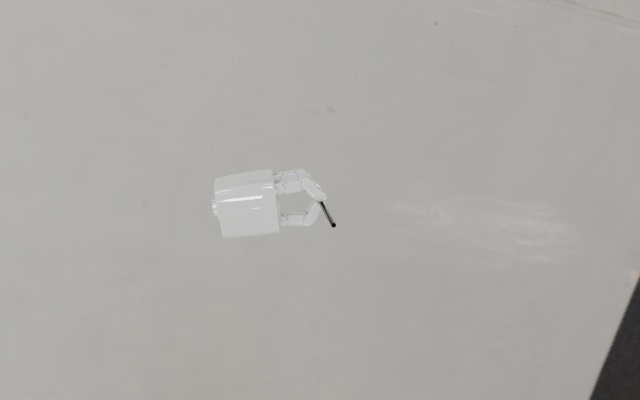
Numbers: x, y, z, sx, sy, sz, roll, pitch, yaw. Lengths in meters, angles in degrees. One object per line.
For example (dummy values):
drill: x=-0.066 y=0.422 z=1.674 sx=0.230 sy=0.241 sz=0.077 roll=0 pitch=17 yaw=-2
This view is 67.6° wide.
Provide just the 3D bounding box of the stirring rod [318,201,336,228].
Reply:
stirring rod: x=0.000 y=0.003 z=0.864 sx=0.011 sy=0.011 sz=0.239 roll=0 pitch=18 yaw=-10
